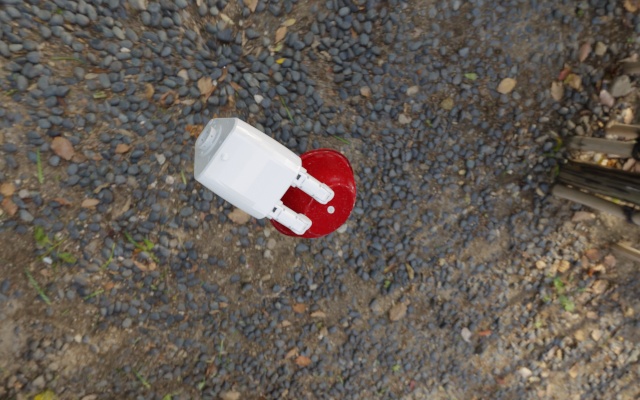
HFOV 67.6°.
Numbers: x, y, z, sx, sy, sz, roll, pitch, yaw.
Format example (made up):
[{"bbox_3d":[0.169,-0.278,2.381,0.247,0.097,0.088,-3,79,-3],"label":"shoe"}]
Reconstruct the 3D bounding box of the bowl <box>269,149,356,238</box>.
[{"bbox_3d":[0.001,0.003,0.751,0.162,0.162,0.055,0,29,-37],"label":"bowl"}]
